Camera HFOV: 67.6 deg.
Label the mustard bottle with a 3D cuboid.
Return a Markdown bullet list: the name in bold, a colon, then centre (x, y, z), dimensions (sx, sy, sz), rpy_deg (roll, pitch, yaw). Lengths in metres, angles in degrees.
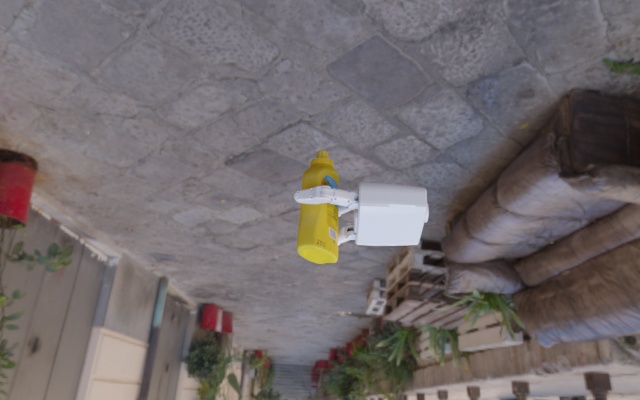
- **mustard bottle**: centre (0.000, 0.003, 0.801), dimensions (0.058, 0.191, 0.096), rpy_deg (-8, -25, 23)
